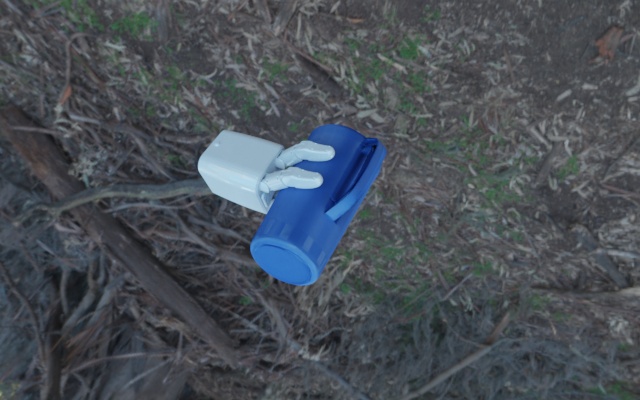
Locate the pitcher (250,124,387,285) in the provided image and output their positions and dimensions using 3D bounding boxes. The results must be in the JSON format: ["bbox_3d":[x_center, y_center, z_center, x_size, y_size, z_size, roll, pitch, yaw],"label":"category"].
[{"bbox_3d":[0.000,0.002,0.729,0.145,0.242,0.149,19,-37,14],"label":"pitcher"}]
